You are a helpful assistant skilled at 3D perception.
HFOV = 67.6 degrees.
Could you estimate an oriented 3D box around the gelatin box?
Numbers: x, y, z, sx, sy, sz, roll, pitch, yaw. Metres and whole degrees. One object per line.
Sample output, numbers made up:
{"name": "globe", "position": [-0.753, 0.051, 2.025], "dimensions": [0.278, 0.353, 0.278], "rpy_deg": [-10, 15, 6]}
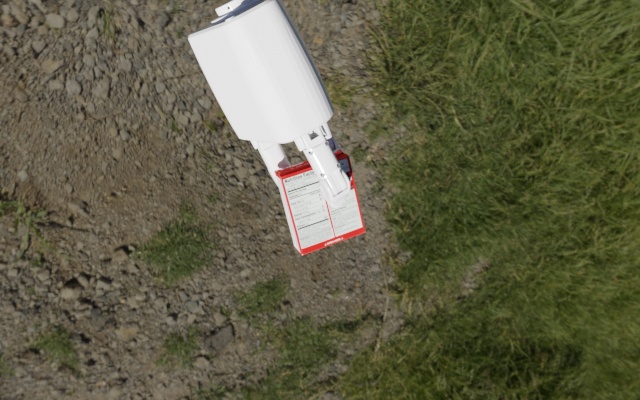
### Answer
{"name": "gelatin box", "position": [0.000, 0.002, 0.486], "dimensions": [0.073, 0.089, 0.030], "rpy_deg": [-19, 20, -14]}
